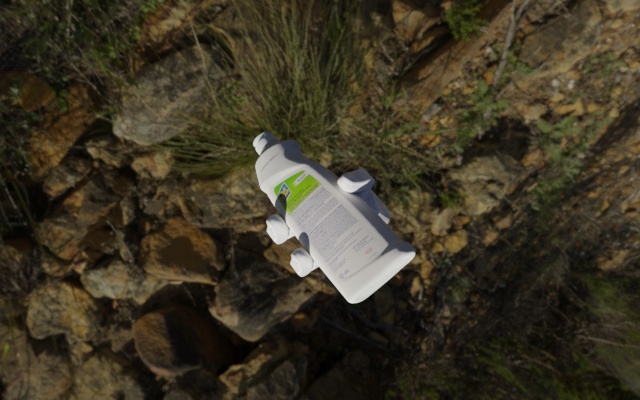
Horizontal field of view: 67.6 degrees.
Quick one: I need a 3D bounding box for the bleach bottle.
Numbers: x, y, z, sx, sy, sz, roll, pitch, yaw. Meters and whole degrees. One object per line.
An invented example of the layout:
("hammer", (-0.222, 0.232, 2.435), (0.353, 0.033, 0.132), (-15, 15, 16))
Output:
("bleach bottle", (0.000, 0.002, 0.604), (0.102, 0.250, 0.068), (-42, -21, 8))
